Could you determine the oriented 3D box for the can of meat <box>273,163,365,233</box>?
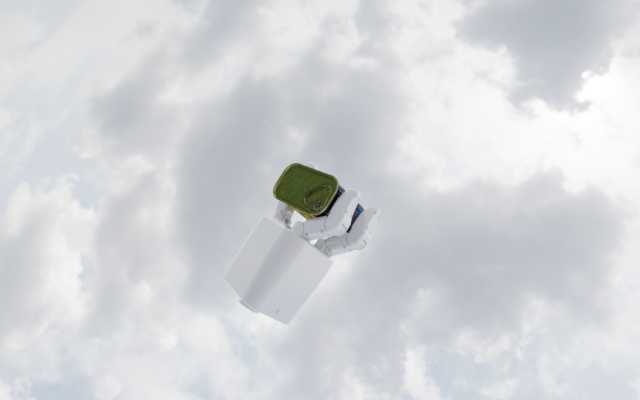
[{"bbox_3d":[0.000,0.002,0.642,0.102,0.057,0.084,23,-13,43],"label":"can of meat"}]
